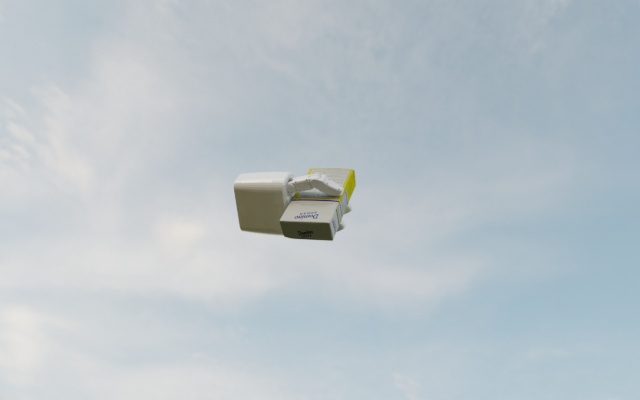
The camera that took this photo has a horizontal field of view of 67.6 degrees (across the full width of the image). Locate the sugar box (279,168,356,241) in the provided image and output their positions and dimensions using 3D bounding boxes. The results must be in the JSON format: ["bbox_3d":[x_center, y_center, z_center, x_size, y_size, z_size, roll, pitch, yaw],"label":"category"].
[{"bbox_3d":[0.000,0.003,0.869,0.093,0.048,0.176,2,37,20],"label":"sugar box"}]
